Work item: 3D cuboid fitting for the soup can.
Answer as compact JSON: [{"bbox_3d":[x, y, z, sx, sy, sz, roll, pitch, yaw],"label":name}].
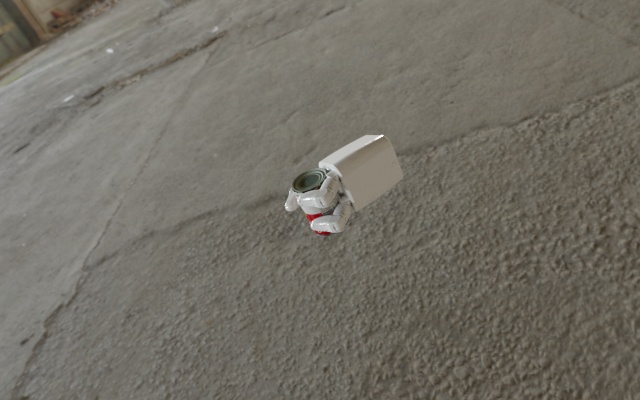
[{"bbox_3d":[0.000,0.003,0.825,0.068,0.102,0.068,-19,33,13],"label":"soup can"}]
